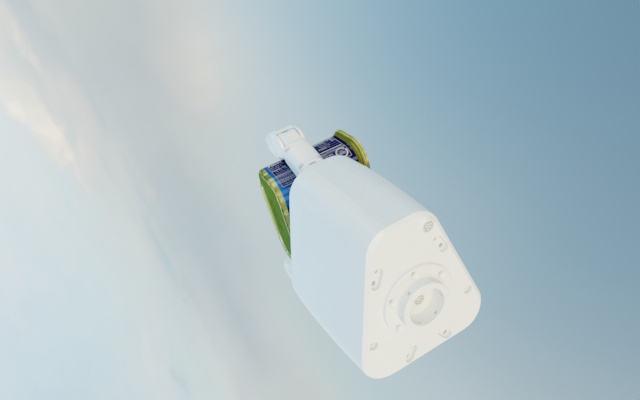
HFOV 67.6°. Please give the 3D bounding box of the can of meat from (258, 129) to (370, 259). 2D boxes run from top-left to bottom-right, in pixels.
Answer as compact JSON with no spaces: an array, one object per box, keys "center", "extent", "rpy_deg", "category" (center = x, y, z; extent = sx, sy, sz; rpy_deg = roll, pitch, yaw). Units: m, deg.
[{"center":[0.000,0.001,0.424],"extent":[0.084,0.102,0.057],"rpy_deg":[-26,34,-15],"category":"can of meat"}]
